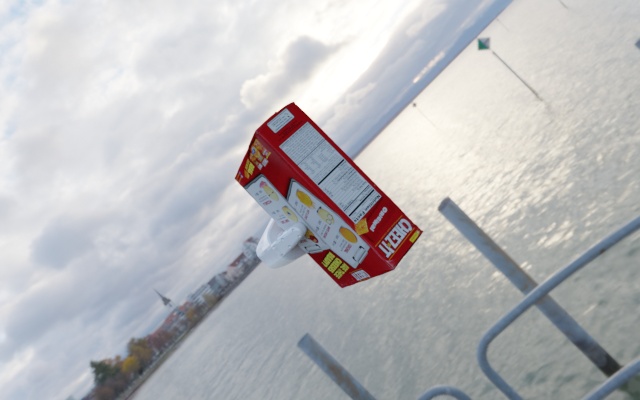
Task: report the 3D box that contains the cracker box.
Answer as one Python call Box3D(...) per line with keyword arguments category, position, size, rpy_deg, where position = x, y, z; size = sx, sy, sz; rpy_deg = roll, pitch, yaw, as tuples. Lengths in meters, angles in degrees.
Box3D(category="cracker box", position=(0.000, 0.002, 0.594), size=(0.072, 0.213, 0.164), rpy_deg=(-46, 1, -25))
